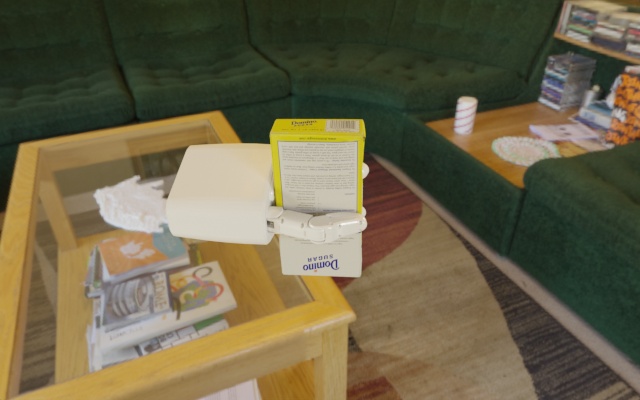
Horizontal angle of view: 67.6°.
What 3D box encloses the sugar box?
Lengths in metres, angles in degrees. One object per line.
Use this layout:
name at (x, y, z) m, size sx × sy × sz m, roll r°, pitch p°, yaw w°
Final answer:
sugar box at (0.000, 0.001, 0.516) m, size 0.093 × 0.176 × 0.048 m, roll 2°, pitch 34°, yaw 5°
